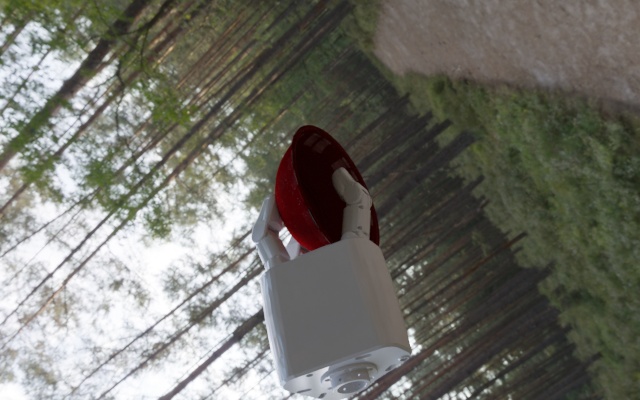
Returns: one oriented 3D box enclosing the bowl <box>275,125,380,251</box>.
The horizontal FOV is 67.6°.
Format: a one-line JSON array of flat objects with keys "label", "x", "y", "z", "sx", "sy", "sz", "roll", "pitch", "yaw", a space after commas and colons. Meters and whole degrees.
[{"label": "bowl", "x": 0.000, "y": 0.001, "z": 0.521, "sx": 0.055, "sy": 0.162, "sz": 0.162, "roll": -26, "pitch": -12, "yaw": 27}]
